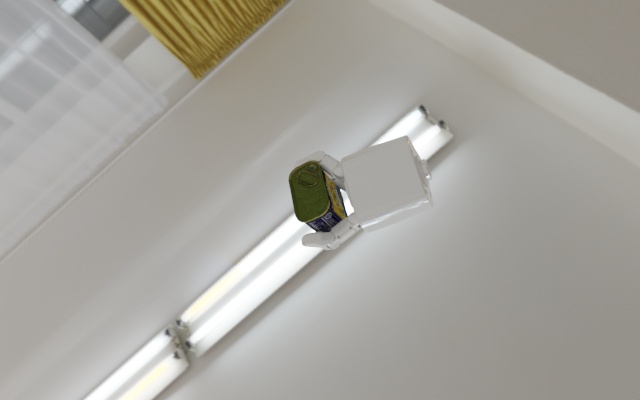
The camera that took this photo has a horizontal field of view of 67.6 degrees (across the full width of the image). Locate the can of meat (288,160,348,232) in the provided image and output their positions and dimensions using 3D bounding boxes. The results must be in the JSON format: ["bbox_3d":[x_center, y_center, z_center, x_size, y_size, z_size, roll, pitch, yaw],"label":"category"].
[{"bbox_3d":[0.000,0.003,0.742,0.057,0.102,0.084,-25,-35,17],"label":"can of meat"}]
